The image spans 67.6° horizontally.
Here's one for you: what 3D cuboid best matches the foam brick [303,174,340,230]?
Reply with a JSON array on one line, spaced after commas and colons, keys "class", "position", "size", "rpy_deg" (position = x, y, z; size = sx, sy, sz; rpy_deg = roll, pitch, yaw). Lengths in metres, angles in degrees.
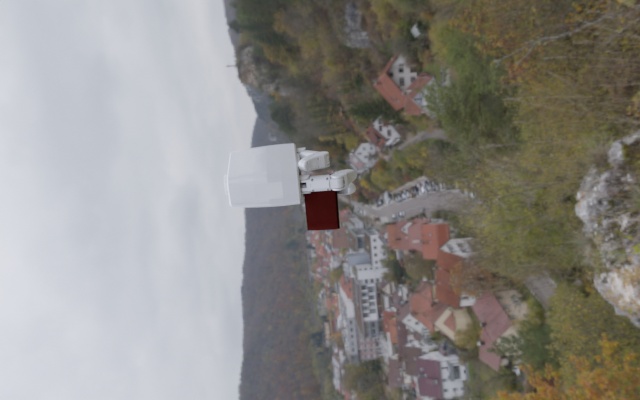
[{"class": "foam brick", "position": [0.000, 0.003, 0.755], "size": [0.051, 0.078, 0.053], "rpy_deg": [-6, 17, -3]}]
